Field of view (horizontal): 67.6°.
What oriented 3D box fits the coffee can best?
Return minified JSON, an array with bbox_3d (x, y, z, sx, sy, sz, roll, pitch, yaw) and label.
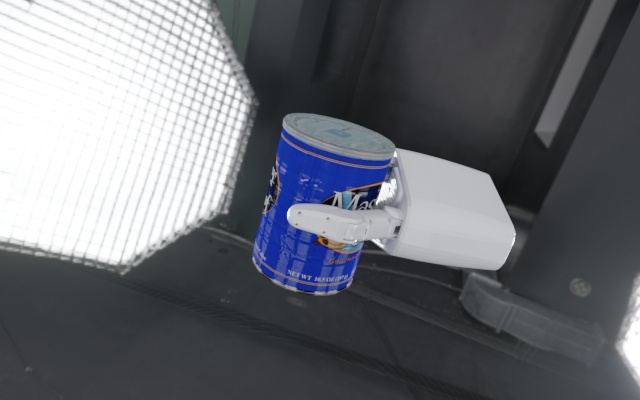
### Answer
[{"bbox_3d":[0.000,0.001,0.447,0.103,0.140,0.102,14,21,-5],"label":"coffee can"}]
